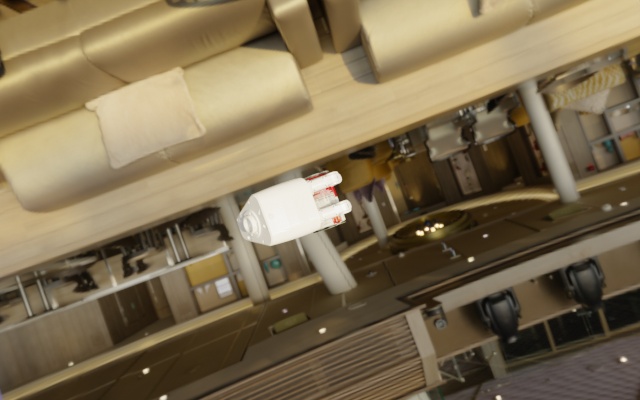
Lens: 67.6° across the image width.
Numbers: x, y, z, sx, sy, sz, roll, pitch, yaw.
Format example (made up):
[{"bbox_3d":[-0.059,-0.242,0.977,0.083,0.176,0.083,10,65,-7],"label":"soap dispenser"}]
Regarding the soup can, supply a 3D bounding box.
[{"bbox_3d":[0.001,0.003,0.899,0.068,0.102,0.068,-20,-1,0],"label":"soup can"}]
